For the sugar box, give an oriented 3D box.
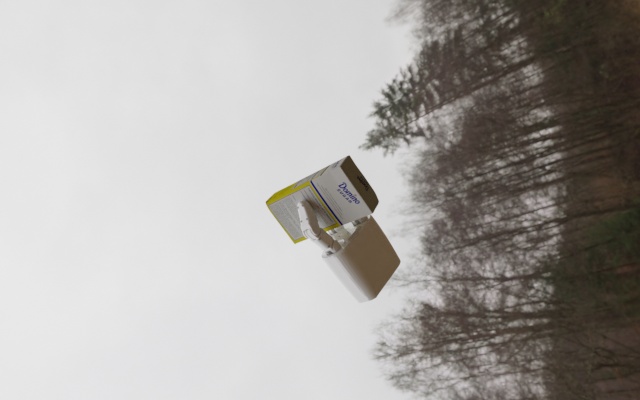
[{"bbox_3d":[0.000,0.002,0.781,0.176,0.093,0.048,-24,18,36],"label":"sugar box"}]
